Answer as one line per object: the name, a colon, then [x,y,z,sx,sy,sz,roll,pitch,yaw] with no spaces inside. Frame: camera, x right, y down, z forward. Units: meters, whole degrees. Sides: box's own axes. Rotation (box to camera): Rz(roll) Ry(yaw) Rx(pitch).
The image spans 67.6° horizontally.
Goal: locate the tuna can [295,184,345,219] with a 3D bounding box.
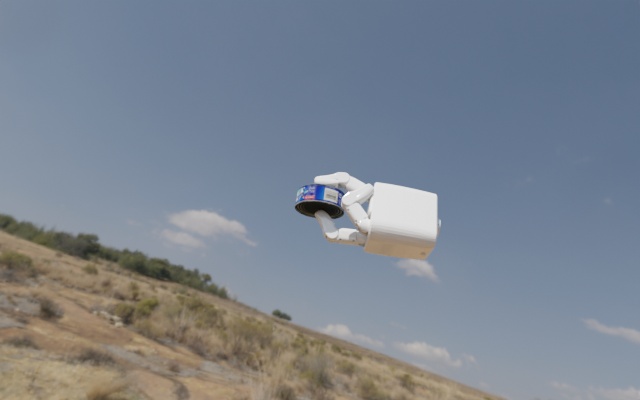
tuna can: [0.000,0.002,0.826,0.086,0.033,0.086,7,-21,3]
